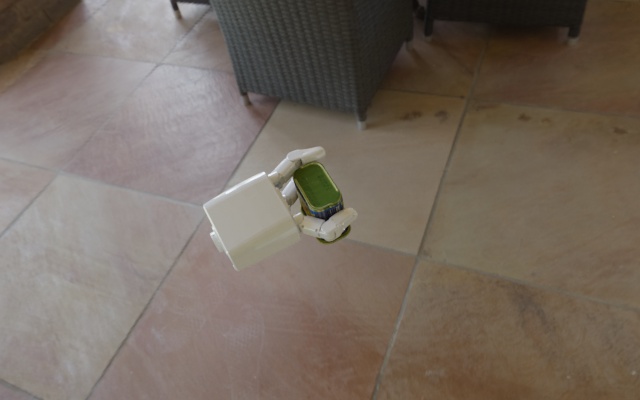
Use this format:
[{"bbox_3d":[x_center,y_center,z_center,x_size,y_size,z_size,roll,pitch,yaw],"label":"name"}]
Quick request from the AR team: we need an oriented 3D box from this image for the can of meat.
[{"bbox_3d":[0.000,0.002,0.733,0.057,0.102,0.084,-25,-40,-8],"label":"can of meat"}]
